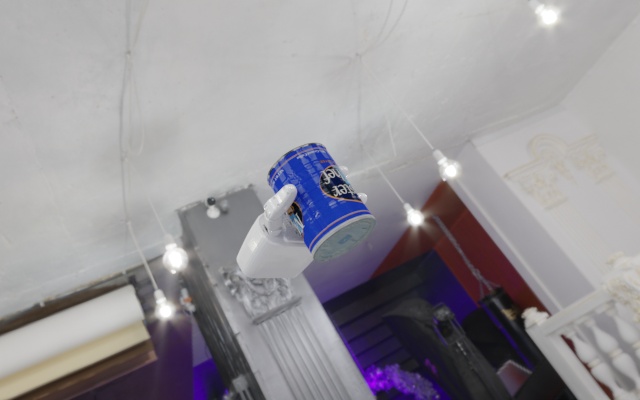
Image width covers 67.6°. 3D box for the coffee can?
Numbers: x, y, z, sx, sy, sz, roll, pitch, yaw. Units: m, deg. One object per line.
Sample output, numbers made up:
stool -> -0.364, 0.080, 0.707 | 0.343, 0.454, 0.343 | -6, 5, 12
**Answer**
coffee can -> 0.000, 0.002, 0.688 | 0.103, 0.140, 0.103 | -27, -24, -13
